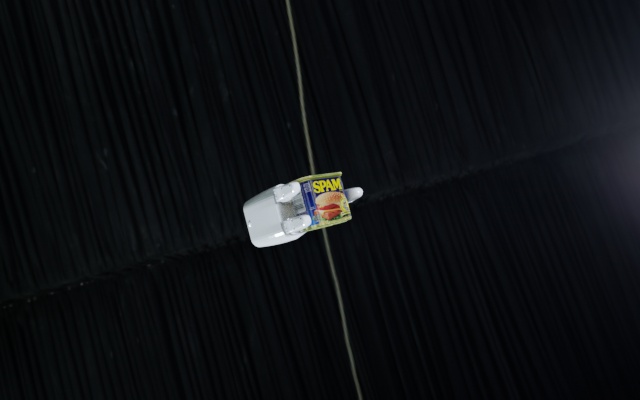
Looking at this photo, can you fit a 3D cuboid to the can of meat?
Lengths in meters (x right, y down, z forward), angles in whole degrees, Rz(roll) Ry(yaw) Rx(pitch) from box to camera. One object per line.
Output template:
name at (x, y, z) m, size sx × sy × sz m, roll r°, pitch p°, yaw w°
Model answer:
can of meat at (0.000, 0.003, 0.798) m, size 0.057 × 0.084 × 0.102 m, roll -19°, pitch -6°, yaw 42°
